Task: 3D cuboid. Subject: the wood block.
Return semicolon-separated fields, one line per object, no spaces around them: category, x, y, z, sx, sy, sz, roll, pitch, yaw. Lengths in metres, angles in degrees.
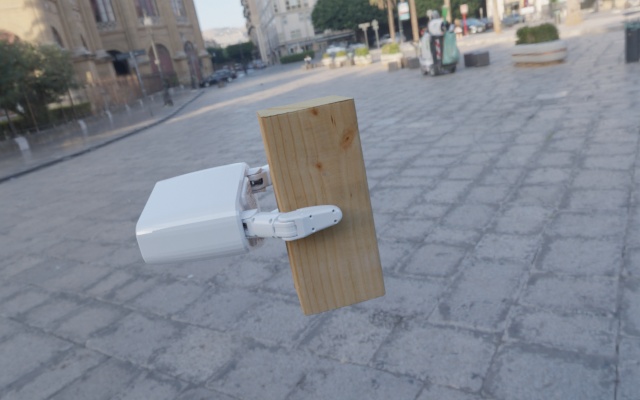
wood block;0.000;0.002;0.505;0.090;0.206;0.090;-13;16;-7
